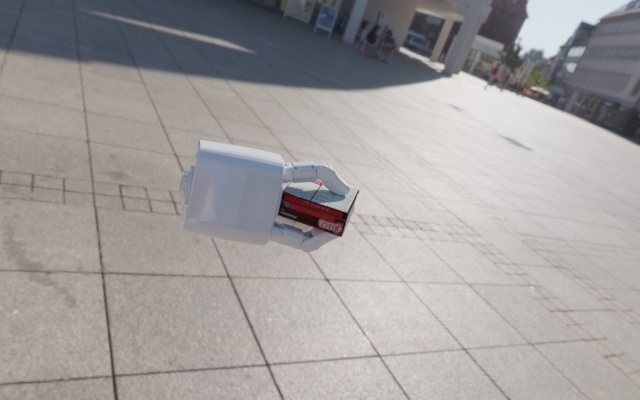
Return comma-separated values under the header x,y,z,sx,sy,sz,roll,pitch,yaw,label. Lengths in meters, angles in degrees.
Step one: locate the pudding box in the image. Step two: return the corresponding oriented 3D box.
x,y,z,sx,sy,sz,roll,pitch,yaw,label
0.000,0.002,0.641,0.090,0.039,0.113,20,22,6,pudding box
